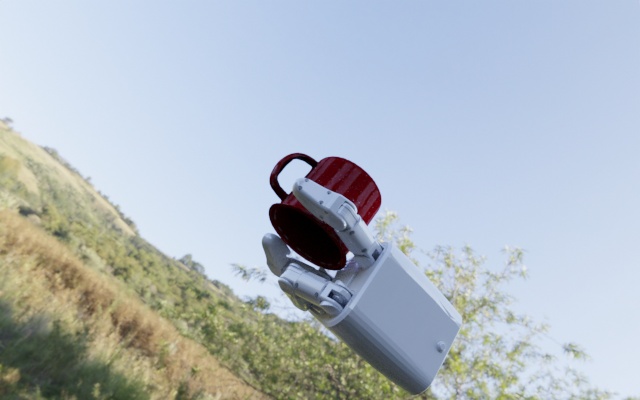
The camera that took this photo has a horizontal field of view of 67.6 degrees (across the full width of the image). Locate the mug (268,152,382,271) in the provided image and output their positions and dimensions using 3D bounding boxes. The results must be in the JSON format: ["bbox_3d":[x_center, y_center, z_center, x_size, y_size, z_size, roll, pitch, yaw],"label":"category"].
[{"bbox_3d":[-0.001,0.000,0.479,0.081,0.117,0.093,-50,10,-28],"label":"mug"}]
